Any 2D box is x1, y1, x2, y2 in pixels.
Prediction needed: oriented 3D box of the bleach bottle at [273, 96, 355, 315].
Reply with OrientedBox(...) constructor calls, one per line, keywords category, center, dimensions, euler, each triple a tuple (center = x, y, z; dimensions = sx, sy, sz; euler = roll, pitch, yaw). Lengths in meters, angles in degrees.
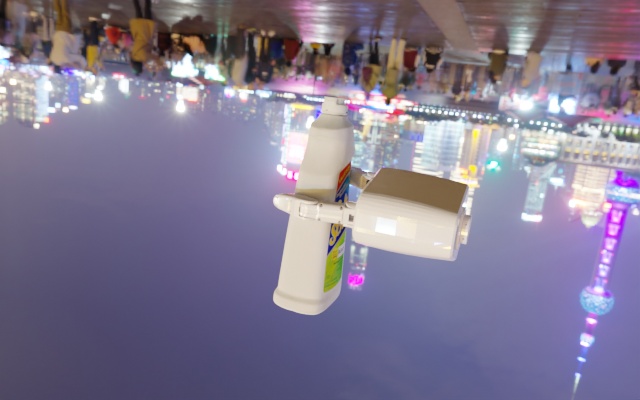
OrientedBox(category="bleach bottle", center=(0.000, 0.002, 0.580), dimensions=(0.068, 0.251, 0.102), euler=(11, 13, 21))
